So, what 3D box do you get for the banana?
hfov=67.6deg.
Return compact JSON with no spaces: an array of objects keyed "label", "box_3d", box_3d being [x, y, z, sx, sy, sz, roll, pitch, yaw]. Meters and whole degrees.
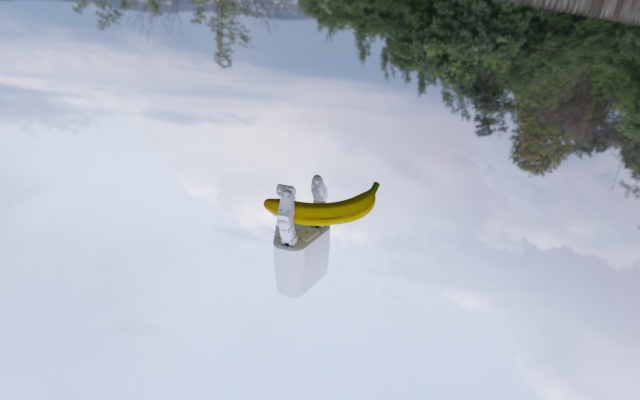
[{"label":"banana","box_3d":[0.005,0.013,0.782,0.198,0.037,0.069,-7,36,-2]}]
